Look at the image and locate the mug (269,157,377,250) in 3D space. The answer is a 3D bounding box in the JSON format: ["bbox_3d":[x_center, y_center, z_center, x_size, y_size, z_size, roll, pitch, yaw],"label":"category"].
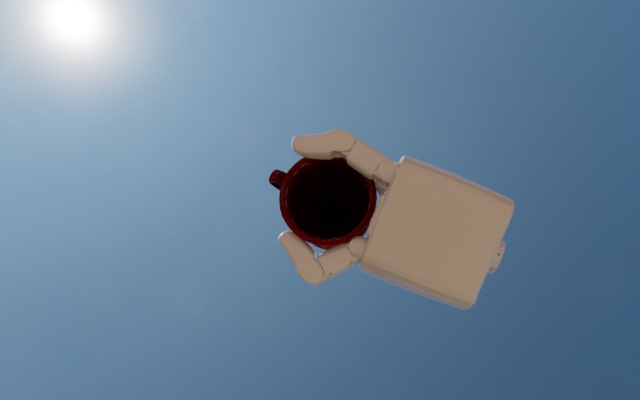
[{"bbox_3d":[-0.001,0.001,0.491,0.117,0.093,0.081,23,-10,12],"label":"mug"}]
